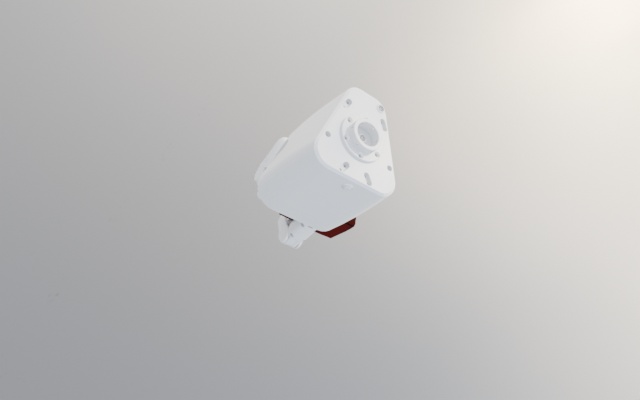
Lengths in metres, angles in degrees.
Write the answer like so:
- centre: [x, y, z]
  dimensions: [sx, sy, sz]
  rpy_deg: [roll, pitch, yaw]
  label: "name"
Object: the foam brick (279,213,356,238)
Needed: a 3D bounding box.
- centre: [0.000, 0.002, 0.562]
  dimensions: [0.078, 0.053, 0.051]
  rpy_deg: [26, -33, -25]
  label: "foam brick"
